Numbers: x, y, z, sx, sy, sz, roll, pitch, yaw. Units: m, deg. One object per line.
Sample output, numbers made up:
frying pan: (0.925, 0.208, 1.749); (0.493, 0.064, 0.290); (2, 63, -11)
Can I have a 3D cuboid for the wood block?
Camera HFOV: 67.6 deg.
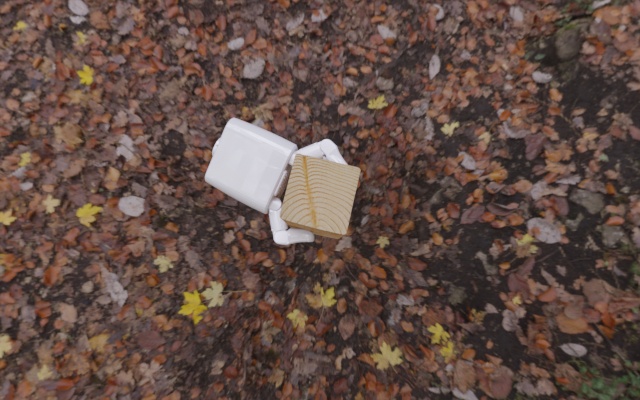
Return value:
wood block: (0.000, 0.003, 0.712); (0.090, 0.091, 0.206); (14, -6, 2)
